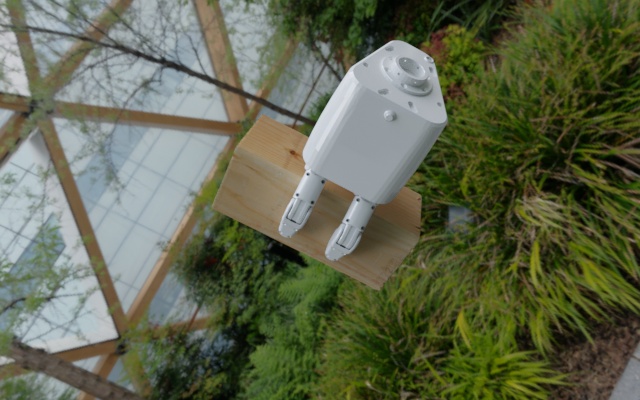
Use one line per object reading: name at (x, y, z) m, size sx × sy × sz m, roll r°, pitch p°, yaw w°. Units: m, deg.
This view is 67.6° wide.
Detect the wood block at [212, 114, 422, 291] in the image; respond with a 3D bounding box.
wood block at (0.000, 0.001, 0.535) m, size 0.206 × 0.090 × 0.090 m, roll 27°, pitch 34°, yaw -4°
